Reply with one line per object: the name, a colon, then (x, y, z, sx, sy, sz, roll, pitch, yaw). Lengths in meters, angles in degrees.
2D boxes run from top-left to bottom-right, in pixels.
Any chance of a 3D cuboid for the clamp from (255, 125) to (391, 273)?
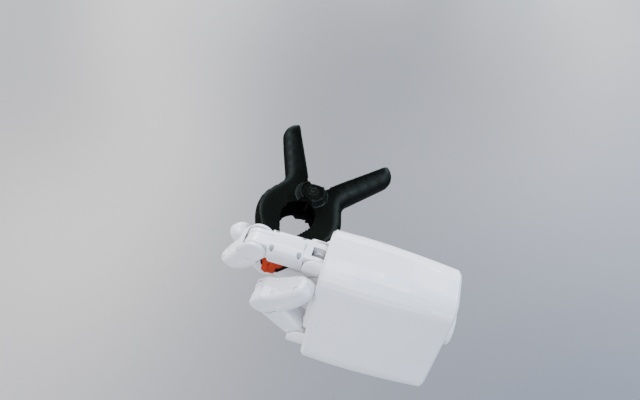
clamp: (0.000, 0.001, 0.453, 0.120, 0.171, 0.039, 16, -39, 5)
